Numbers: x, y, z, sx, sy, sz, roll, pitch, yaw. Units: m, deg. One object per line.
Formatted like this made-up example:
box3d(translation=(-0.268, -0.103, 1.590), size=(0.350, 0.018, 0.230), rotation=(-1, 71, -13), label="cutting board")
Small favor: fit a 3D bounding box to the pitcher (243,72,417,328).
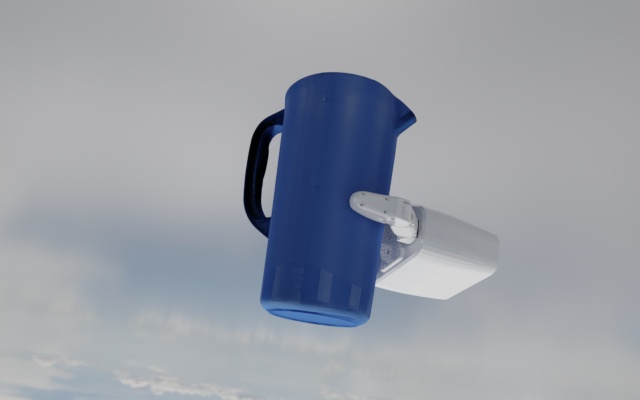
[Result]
box3d(translation=(0.000, 0.002, 0.503), size=(0.145, 0.242, 0.149), rotation=(17, -21, -22), label="pitcher")
